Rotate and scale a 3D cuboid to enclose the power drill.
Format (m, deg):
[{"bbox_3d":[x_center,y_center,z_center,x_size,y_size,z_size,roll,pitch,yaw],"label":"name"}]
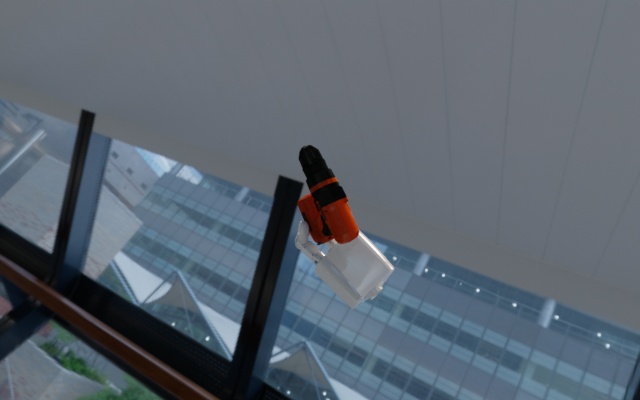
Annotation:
[{"bbox_3d":[0.000,0.003,0.891,0.057,0.184,0.188,-22,-8,-12],"label":"power drill"}]
